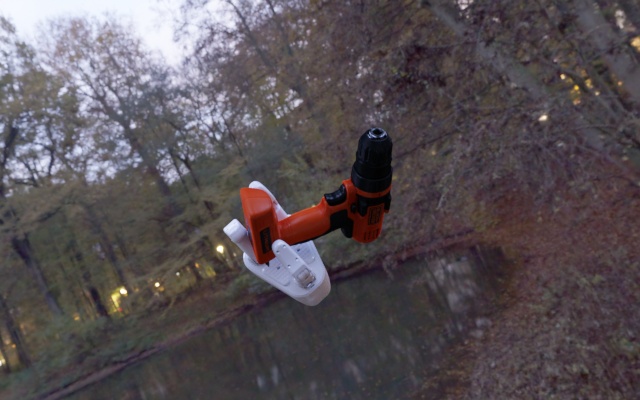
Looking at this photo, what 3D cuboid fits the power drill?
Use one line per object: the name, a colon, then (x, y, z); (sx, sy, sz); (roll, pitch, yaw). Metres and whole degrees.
power drill: (0.000, 0.002, 0.591); (0.187, 0.185, 0.057); (-13, 46, -13)
